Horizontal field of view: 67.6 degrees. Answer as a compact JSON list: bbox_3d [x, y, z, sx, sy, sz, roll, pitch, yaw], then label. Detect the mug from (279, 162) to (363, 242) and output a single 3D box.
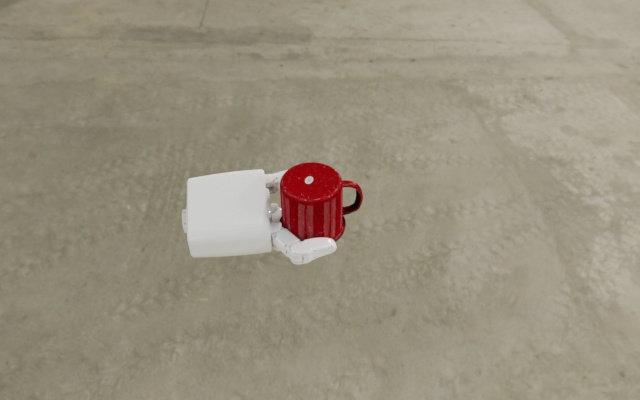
[{"bbox_3d":[0.002,0.002,0.636,0.117,0.082,0.093,-8,43,-8],"label":"mug"}]
